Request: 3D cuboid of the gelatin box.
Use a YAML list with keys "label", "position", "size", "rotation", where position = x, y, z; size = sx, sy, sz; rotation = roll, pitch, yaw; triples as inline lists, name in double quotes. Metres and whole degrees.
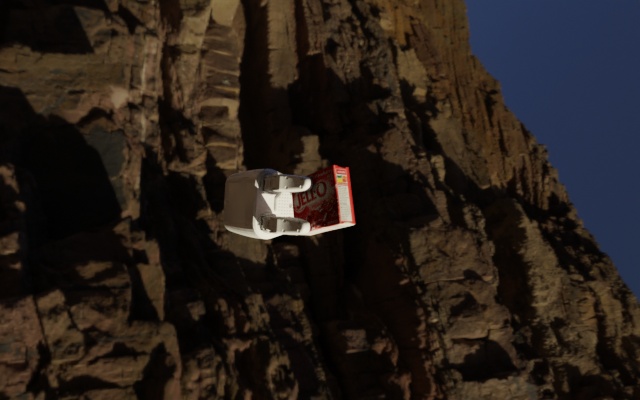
- label: "gelatin box"
  position: [0.001, 0.002, 0.605]
  size: [0.030, 0.073, 0.089]
  rotation: [4, -15, -42]
